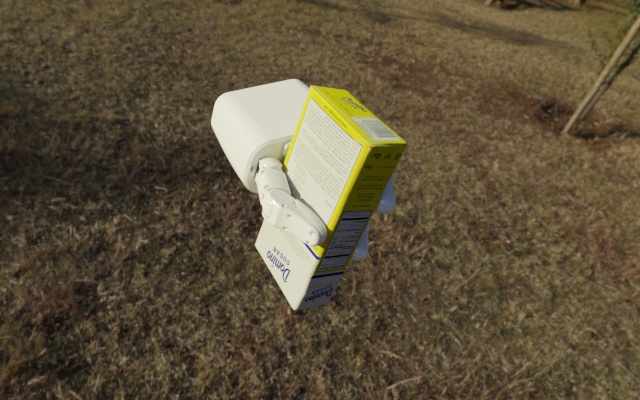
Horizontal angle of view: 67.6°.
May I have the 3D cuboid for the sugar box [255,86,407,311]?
[{"bbox_3d":[0.000,0.001,0.420,0.048,0.176,0.093,-4,40,-34],"label":"sugar box"}]
